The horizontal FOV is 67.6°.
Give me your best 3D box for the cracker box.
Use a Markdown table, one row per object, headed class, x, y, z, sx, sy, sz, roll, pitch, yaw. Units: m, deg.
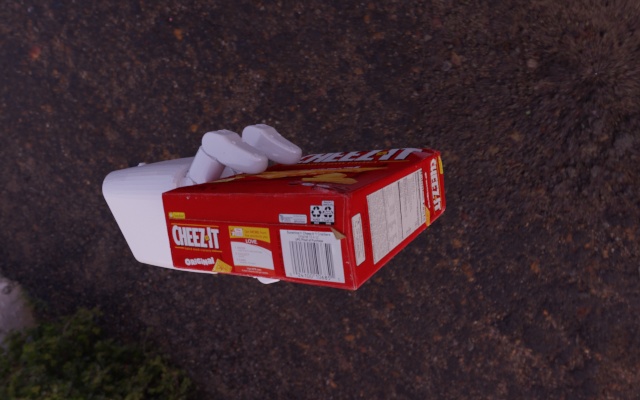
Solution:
| class | x | y | z | sx | sy | sz | roll | pitch | yaw |
| --- | --- | --- | --- | --- | --- | --- | --- | --- | --- |
| cracker box | 0.000 | 0.002 | 0.422 | 0.164 | 0.072 | 0.213 | 1 | 13 | 30 |
